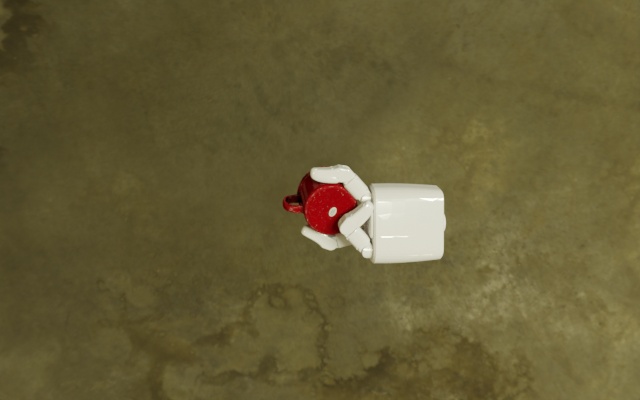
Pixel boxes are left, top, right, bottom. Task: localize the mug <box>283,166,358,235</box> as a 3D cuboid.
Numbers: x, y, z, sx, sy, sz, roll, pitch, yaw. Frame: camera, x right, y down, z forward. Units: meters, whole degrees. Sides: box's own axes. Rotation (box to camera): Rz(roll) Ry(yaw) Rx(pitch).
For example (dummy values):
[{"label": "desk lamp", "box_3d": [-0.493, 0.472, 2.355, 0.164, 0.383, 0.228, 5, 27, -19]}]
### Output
[{"label": "mug", "box_3d": [-0.001, 0.002, 0.737, 0.117, 0.093, 0.081, -1, 19, -6]}]
